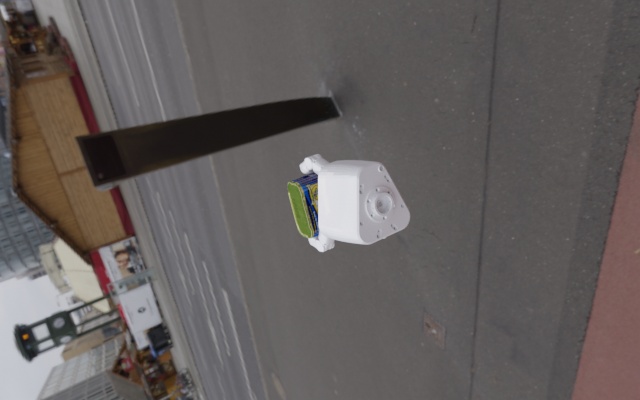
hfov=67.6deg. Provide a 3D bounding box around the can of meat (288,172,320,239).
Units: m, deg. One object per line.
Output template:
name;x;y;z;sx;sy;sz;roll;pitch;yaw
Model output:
can of meat;0.000;0.003;0.779;0.084;0.102;0.057;-22;17;-26
